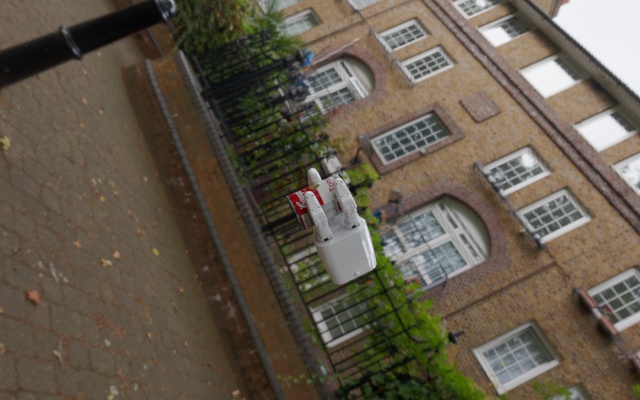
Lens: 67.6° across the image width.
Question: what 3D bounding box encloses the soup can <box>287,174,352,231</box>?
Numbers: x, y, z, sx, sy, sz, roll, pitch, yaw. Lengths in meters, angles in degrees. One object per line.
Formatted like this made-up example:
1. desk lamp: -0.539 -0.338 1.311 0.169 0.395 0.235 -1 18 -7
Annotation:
1. soup can: 0.000 0.002 0.846 0.102 0.068 0.068 -25 3 -6
